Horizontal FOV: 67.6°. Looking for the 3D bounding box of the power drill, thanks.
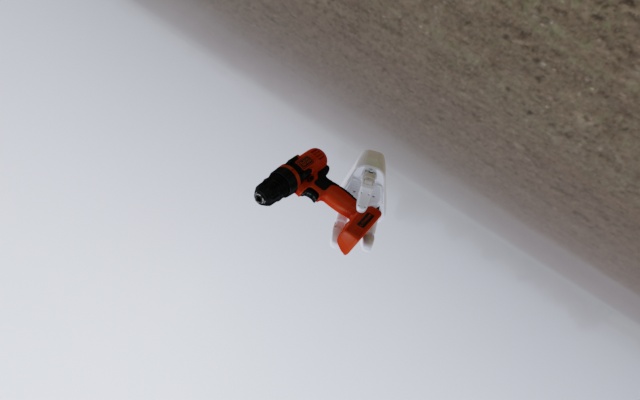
[{"bbox_3d":[0.001,0.003,0.813,0.184,0.187,0.057,-40,-9,-45],"label":"power drill"}]
